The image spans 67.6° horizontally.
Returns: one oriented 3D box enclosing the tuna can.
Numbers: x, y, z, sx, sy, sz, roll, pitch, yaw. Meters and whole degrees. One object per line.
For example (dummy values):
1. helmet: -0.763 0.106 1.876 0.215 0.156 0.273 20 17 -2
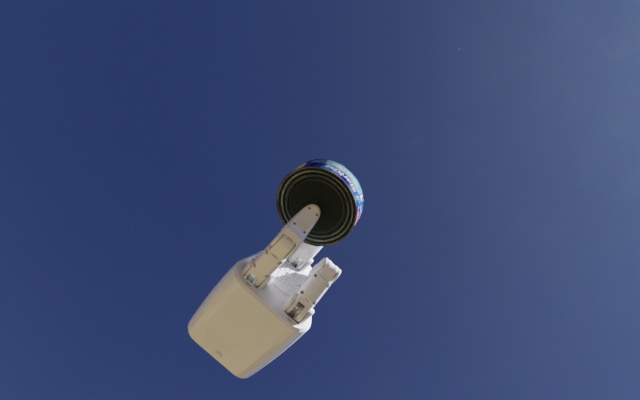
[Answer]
1. tuna can: 0.000 0.001 0.489 0.086 0.086 0.033 0 21 20
